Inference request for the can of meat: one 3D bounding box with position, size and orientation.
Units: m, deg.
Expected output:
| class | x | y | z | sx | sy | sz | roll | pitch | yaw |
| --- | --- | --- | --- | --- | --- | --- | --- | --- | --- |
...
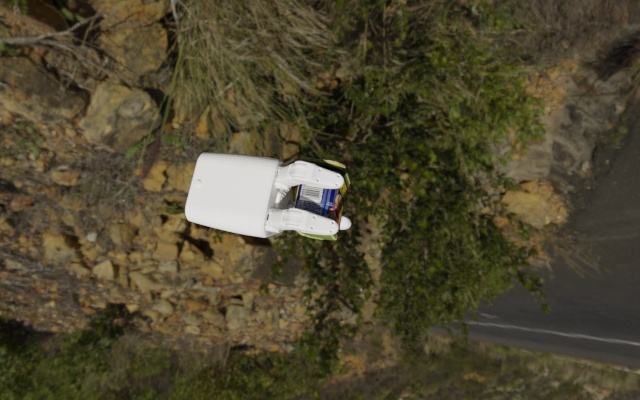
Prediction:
| class | x | y | z | sx | sy | sz | roll | pitch | yaw |
| --- | --- | --- | --- | --- | --- | --- | --- | --- | --- |
| can of meat | 0.000 | 0.002 | 0.609 | 0.057 | 0.084 | 0.102 | 9 | -12 | 10 |
